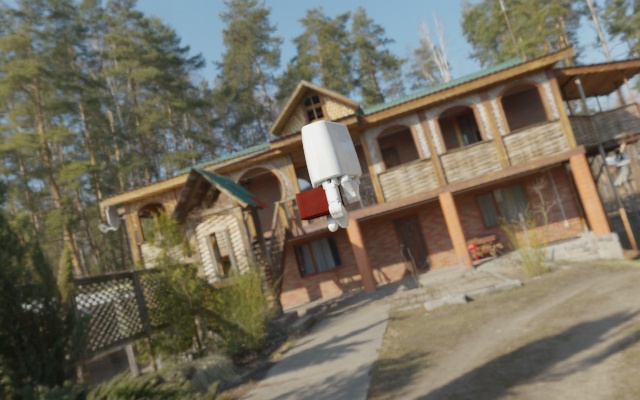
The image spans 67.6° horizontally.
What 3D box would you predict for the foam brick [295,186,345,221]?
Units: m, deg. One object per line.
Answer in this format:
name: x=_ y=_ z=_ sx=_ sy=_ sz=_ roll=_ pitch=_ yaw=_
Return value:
foam brick: x=0.000 y=0.003 z=0.898 sx=0.078 sy=0.051 sz=0.053 roll=-17 pitch=-6 yaw=14
